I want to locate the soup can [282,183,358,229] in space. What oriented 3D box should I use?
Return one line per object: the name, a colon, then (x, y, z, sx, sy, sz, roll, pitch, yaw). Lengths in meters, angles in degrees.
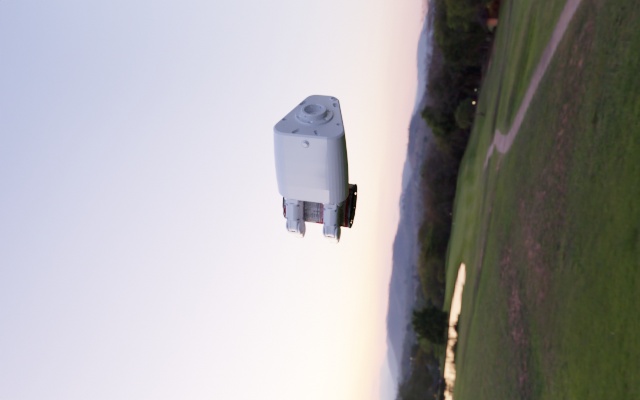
soup can: (0.000, 0.003, 0.718, 0.102, 0.068, 0.068, 7, 1, 11)
